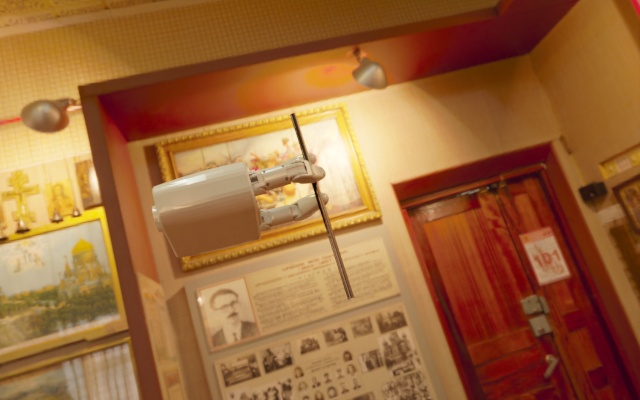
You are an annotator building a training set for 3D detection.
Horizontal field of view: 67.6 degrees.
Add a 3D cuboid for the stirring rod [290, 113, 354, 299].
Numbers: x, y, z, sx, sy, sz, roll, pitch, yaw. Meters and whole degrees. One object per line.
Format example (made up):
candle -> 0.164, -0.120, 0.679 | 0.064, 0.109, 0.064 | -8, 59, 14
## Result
stirring rod -> 0.000, 0.002, 0.579 | 0.011, 0.239, 0.011 | -17, -13, -4
